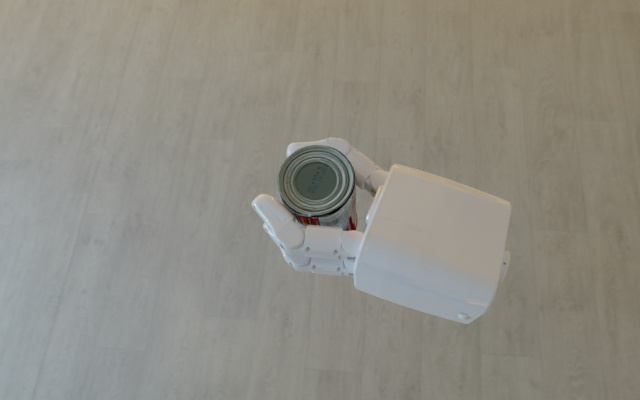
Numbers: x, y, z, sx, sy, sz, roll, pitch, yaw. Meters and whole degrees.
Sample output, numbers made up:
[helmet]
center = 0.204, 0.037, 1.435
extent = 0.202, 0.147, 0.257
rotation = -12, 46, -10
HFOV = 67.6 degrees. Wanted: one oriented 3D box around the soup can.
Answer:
[soup can]
center = 0.000, 0.001, 0.442
extent = 0.068, 0.068, 0.102
rotation = 0, -22, 5
